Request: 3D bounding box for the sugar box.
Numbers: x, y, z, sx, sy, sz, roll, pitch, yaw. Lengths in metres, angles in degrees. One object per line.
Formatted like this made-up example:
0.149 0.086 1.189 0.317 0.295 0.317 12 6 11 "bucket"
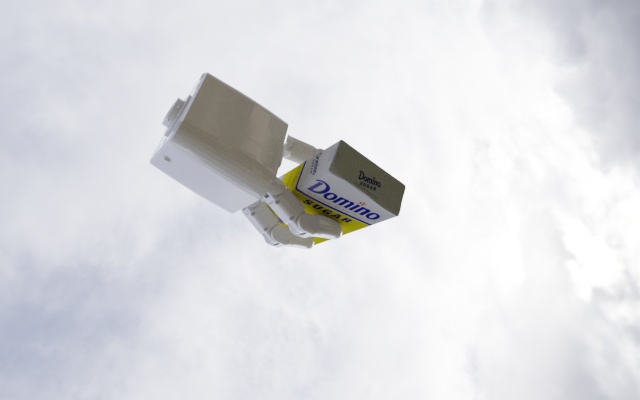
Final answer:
0.000 0.002 0.536 0.093 0.048 0.176 32 -30 -23 "sugar box"
